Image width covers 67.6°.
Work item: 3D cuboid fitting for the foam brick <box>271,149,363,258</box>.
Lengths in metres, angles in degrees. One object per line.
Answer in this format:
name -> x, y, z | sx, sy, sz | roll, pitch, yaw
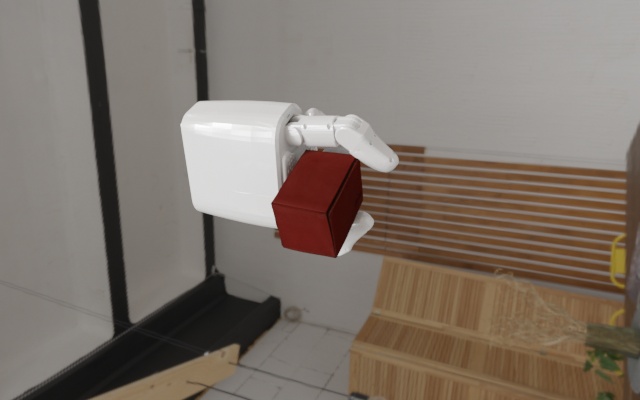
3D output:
foam brick -> 0.000, 0.001, 0.408 | 0.051, 0.053, 0.078 | 9, 43, 20
